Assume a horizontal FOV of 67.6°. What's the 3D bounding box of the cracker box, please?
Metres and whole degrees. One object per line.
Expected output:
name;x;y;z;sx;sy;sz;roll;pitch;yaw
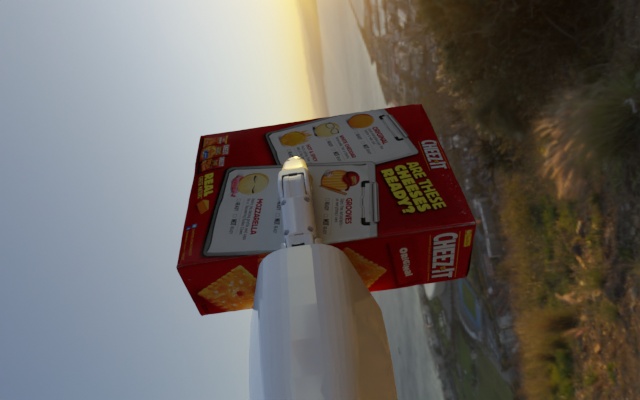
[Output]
cracker box;0.000;0.001;0.410;0.214;0.072;0.164;-8;43;1
